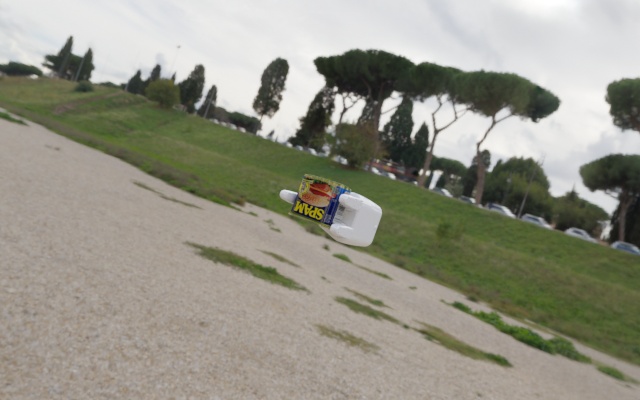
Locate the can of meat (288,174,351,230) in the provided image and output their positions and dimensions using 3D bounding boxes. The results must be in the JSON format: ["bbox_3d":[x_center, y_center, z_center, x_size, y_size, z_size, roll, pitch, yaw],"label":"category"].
[{"bbox_3d":[0.000,0.003,0.888,0.102,0.084,0.057,19,-2,38],"label":"can of meat"}]
